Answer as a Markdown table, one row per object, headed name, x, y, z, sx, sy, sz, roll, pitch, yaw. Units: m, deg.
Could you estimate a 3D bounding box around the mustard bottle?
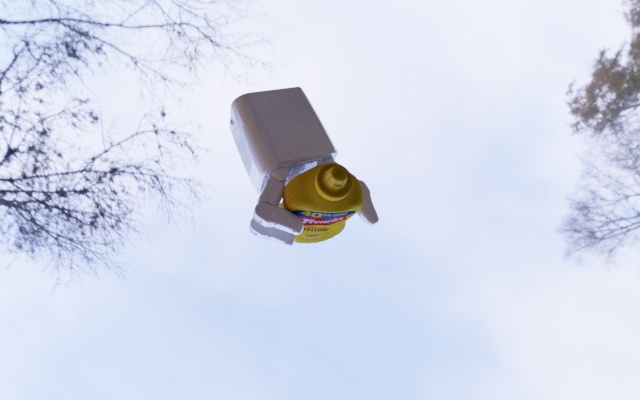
| name | x | y | z | sx | sy | sz | roll | pitch | yaw |
| --- | --- | --- | --- | --- | --- | --- | --- | --- | --- |
| mustard bottle | 0.000 | 0.002 | 0.582 | 0.096 | 0.058 | 0.192 | 2 | -20 | -12 |
